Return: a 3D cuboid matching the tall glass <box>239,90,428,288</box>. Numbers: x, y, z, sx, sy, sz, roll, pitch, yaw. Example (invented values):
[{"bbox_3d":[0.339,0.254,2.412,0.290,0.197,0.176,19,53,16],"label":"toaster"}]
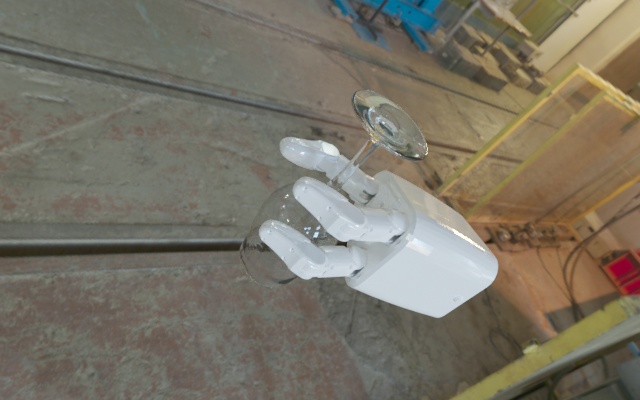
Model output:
[{"bbox_3d":[0.000,0.001,0.424,0.079,0.079,0.201,0,-37,-44],"label":"tall glass"}]
